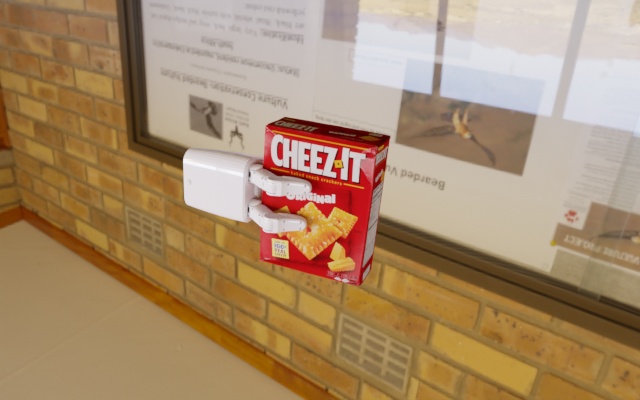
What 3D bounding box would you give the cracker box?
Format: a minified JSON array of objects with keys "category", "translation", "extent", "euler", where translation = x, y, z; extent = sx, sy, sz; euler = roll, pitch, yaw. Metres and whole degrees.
[{"category":"cracker box","translation":[0.000,0.002,0.687],"extent":[0.164,0.214,0.072],"euler":[13,24,18]}]
